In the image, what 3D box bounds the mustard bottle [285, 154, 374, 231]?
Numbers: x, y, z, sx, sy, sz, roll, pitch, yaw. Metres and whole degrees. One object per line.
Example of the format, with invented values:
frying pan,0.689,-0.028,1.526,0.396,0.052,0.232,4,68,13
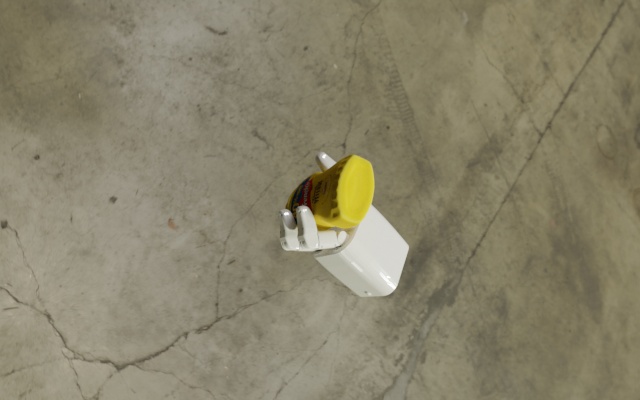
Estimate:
mustard bottle,0.000,0.002,0.703,0.058,0.096,0.192,20,-21,-26
